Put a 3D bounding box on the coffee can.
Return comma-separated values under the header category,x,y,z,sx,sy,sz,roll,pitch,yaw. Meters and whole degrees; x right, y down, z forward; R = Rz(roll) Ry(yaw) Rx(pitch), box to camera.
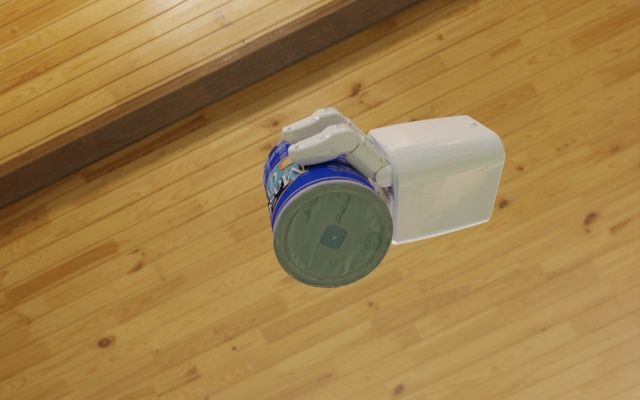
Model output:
category,x,y,z,sx,sy,sz,roll,pitch,yaw
coffee can,0.000,0.002,0.460,0.103,0.103,0.140,0,26,-11
